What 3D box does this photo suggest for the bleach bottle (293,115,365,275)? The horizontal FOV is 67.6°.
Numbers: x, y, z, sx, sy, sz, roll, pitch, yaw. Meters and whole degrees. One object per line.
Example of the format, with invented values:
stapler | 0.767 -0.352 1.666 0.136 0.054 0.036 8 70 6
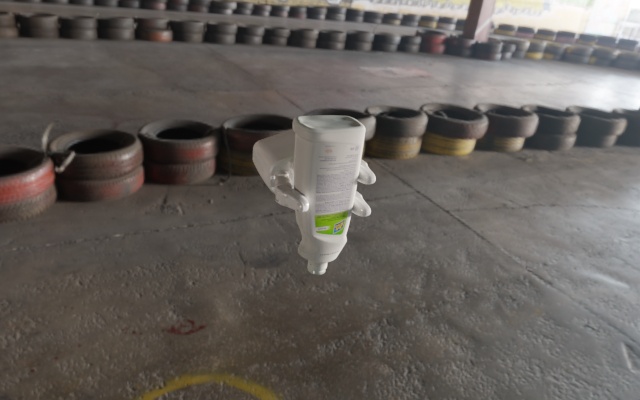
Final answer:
bleach bottle | 0.000 0.002 0.714 0.102 0.251 0.068 -5 30 -23
